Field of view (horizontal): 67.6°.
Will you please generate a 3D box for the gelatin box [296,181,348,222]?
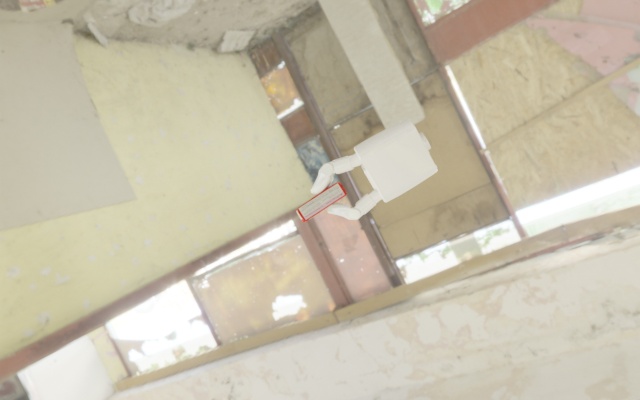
[{"bbox_3d":[0.000,0.003,0.844,0.089,0.030,0.073,-34,0,-5],"label":"gelatin box"}]
